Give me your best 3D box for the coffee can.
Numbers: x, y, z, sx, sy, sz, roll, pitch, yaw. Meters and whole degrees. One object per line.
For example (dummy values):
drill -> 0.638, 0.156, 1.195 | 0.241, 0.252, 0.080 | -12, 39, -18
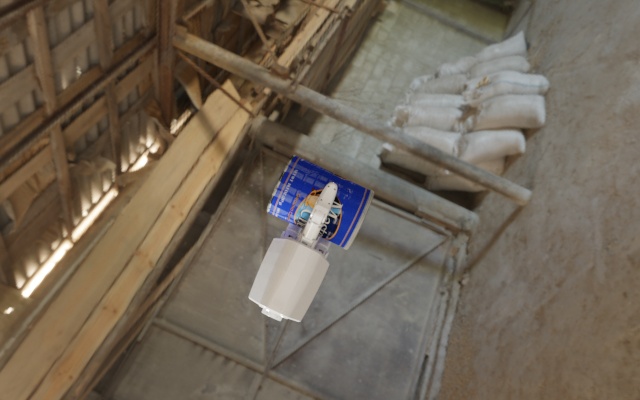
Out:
coffee can -> 0.000, 0.002, 0.756 | 0.140, 0.103, 0.103 | 25, 0, 0
